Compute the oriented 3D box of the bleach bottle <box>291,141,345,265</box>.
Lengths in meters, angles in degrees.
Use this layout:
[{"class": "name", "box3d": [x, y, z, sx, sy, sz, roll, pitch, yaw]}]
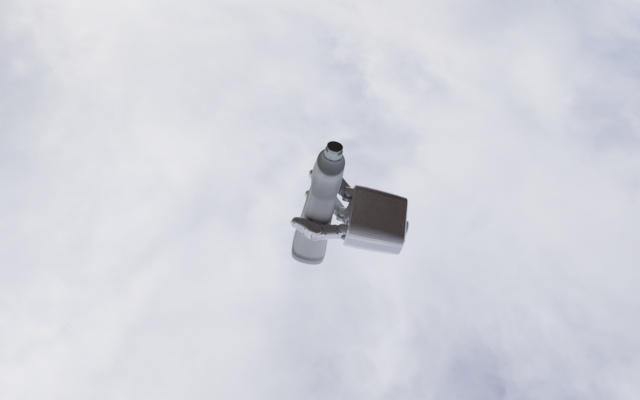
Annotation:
[{"class": "bleach bottle", "box3d": [0.000, 0.003, 0.872, 0.068, 0.102, 0.251, 11, -46, -4]}]
